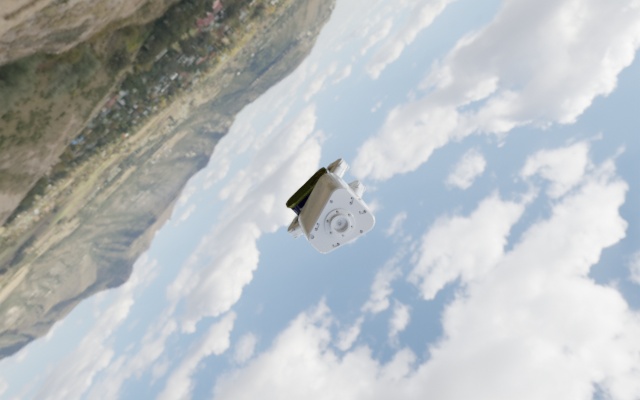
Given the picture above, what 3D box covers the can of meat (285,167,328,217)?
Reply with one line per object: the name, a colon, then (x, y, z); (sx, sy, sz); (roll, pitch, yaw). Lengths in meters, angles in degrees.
can of meat: (0.000, 0.003, 0.895); (0.084, 0.102, 0.057); (45, 2, -16)
